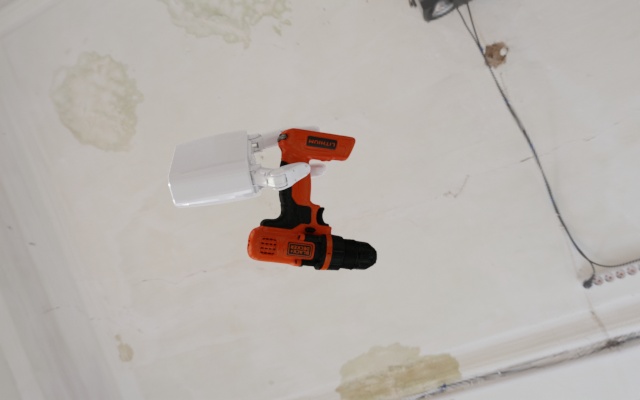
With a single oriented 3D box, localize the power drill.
[{"bbox_3d":[0.000,0.002,0.660,0.184,0.187,0.057,8,-3,-17],"label":"power drill"}]
